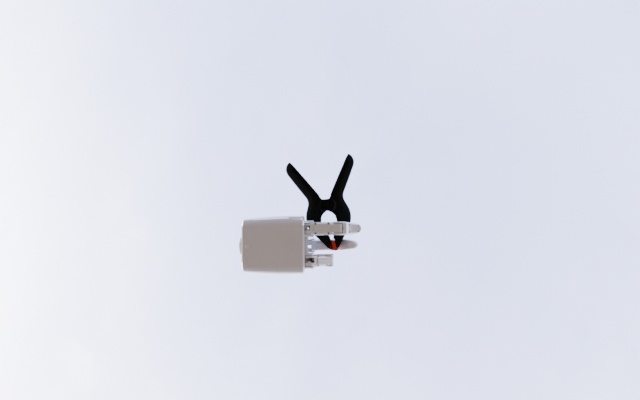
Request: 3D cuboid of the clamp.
[{"bbox_3d":[0.000,0.003,0.842,0.120,0.171,0.039,-1,-6,1],"label":"clamp"}]
